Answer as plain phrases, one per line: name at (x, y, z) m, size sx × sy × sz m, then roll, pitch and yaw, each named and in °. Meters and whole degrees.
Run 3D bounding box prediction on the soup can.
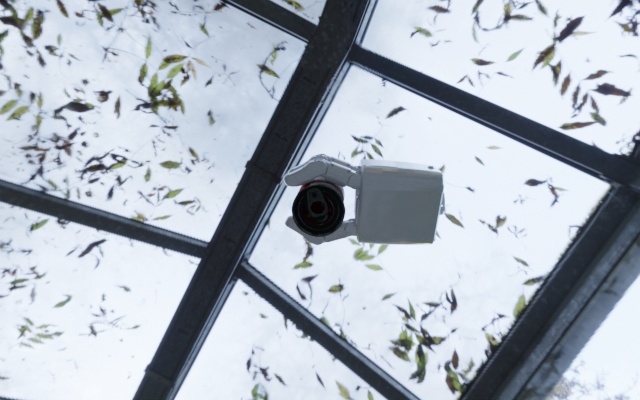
soup can at (0.000, 0.002, 0.648) m, size 0.068 × 0.068 × 0.102 m, roll 0°, pitch 13°, yaw 3°
